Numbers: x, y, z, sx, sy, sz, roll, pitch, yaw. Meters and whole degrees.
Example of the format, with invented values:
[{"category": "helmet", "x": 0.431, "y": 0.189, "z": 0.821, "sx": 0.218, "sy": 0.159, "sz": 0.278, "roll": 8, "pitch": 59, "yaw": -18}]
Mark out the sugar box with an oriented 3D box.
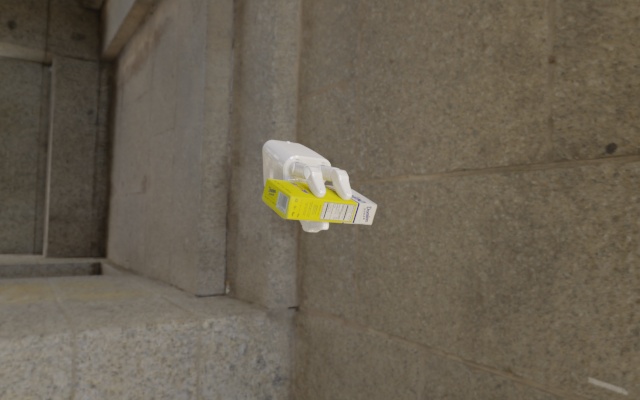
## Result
[{"category": "sugar box", "x": 0.000, "y": 0.002, "z": 0.817, "sx": 0.176, "sy": 0.048, "sz": 0.093, "roll": 2, "pitch": 20, "yaw": -34}]
